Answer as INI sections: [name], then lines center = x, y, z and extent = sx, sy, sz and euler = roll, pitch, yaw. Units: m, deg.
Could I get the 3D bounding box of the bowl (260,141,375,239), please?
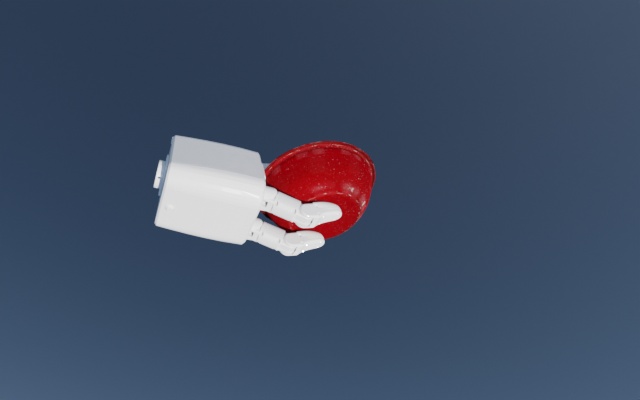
[bowl]
center = 0.001, 0.002, 0.611
extent = 0.162, 0.055, 0.162
euler = -10, -40, -9
